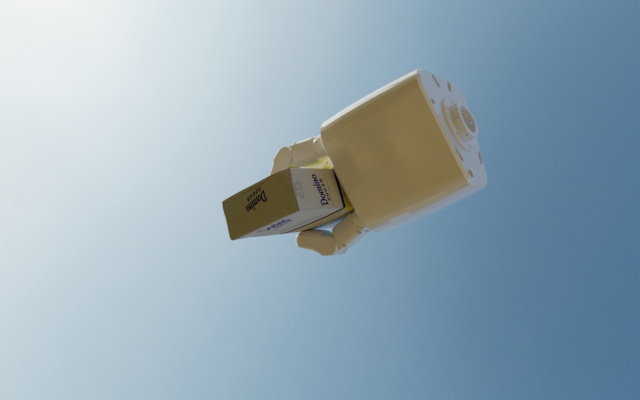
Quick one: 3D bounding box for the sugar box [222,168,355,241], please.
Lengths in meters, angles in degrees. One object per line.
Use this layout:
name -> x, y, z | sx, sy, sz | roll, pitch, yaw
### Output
sugar box -> 0.000, 0.001, 0.480 | 0.093, 0.048, 0.176 | -24, -16, 37
